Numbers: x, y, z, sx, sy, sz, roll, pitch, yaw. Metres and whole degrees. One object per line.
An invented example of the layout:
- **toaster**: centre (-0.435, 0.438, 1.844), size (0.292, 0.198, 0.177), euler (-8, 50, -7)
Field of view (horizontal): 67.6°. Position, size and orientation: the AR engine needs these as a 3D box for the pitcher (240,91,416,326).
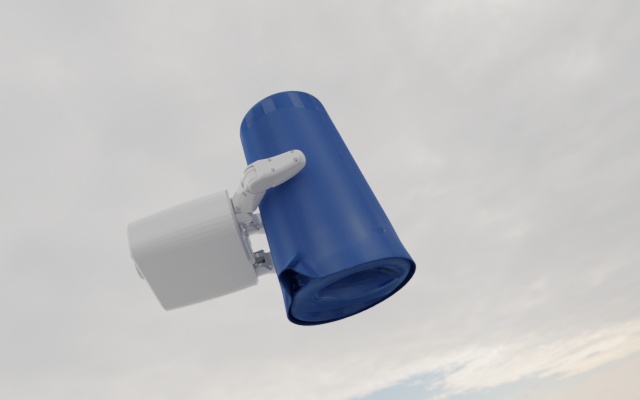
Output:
- **pitcher**: centre (0.000, 0.002, 0.522), size (0.145, 0.242, 0.149), euler (-18, -31, -7)
